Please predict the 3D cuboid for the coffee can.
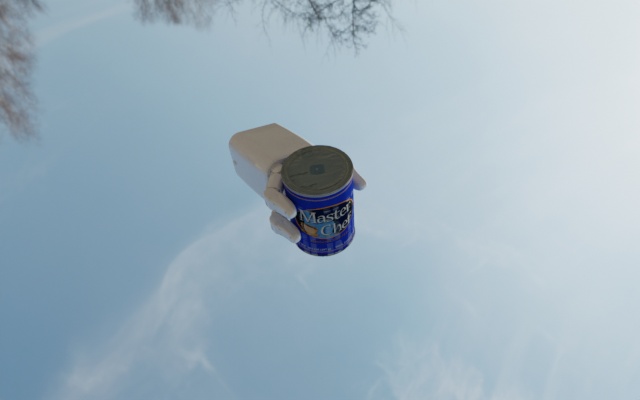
[{"bbox_3d":[0.000,0.002,0.721,0.103,0.102,0.140,0,-43,6],"label":"coffee can"}]
